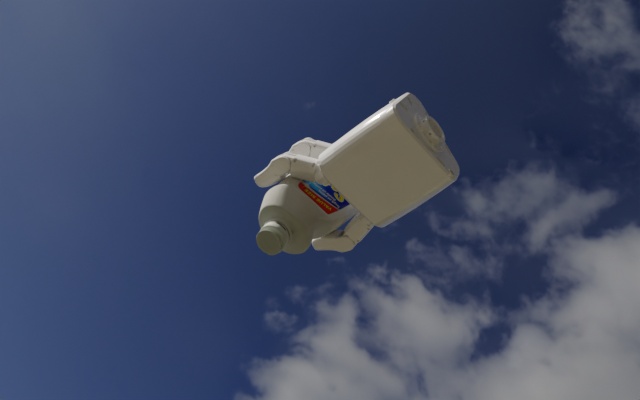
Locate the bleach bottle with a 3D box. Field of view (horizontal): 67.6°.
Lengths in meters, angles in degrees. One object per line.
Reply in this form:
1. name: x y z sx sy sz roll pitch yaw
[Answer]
1. bleach bottle: 0.000 0.002 0.590 0.068 0.102 0.250 -34 6 32
